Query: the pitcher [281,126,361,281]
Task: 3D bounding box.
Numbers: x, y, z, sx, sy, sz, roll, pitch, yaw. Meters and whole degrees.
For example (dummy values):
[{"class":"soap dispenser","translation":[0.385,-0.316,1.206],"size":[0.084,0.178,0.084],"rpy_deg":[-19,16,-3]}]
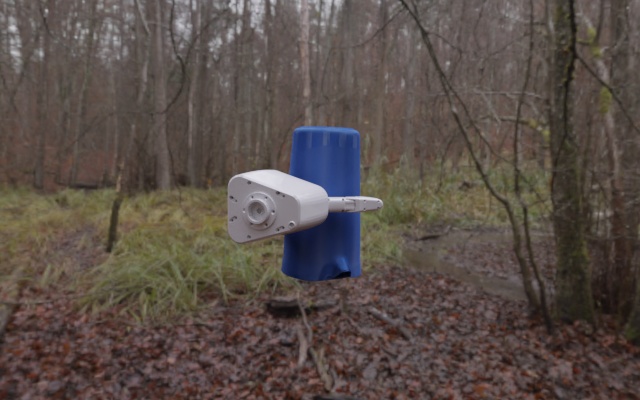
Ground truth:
[{"class":"pitcher","translation":[0.000,0.003,0.791],"size":[0.149,0.243,0.145],"rpy_deg":[5,7,19]}]
